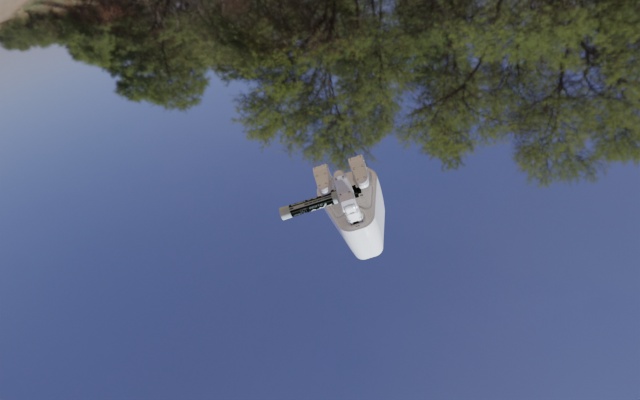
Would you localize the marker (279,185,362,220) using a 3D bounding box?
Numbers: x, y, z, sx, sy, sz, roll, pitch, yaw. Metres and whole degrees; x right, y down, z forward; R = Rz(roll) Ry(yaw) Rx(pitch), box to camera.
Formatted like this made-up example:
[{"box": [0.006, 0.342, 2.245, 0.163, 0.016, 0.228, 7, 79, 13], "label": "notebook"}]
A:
[{"box": [0.000, 0.002, 0.685, 0.121, 0.020, 0.020, -17, -2, 7], "label": "marker"}]
